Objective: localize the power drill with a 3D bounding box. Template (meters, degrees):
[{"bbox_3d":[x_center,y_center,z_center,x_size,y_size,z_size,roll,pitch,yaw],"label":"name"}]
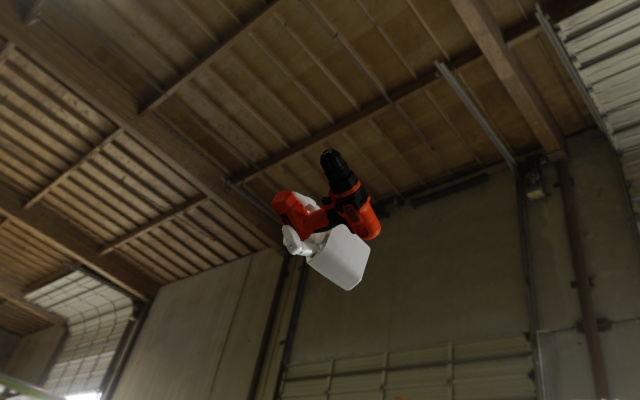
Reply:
[{"bbox_3d":[0.000,0.003,0.887,0.187,0.184,0.057,-13,24,39],"label":"power drill"}]
